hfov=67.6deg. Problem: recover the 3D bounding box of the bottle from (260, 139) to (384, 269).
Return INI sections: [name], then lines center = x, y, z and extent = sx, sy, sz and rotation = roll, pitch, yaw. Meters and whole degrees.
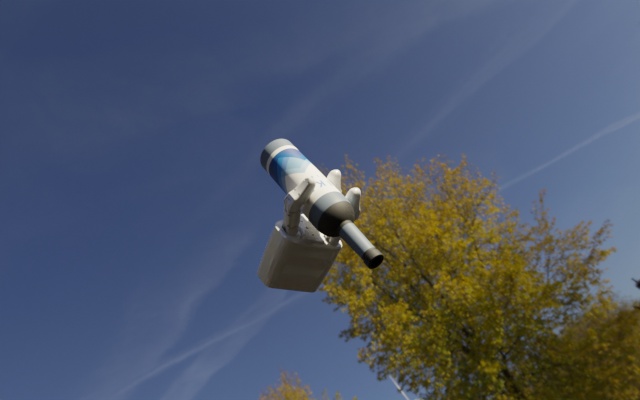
[bottle]
center = 0.000, 0.002, 0.760
extent = 0.069, 0.069, 0.295
rotation = 0, 35, -40
